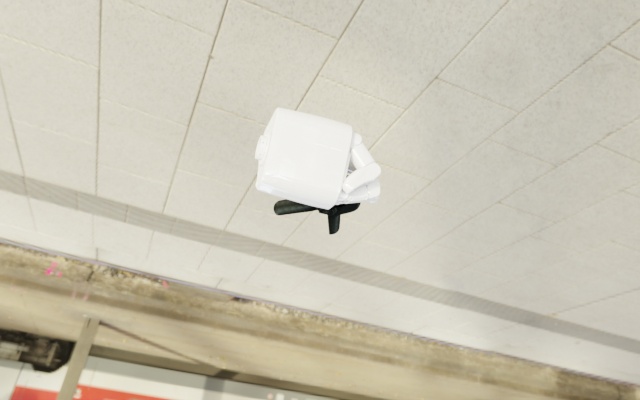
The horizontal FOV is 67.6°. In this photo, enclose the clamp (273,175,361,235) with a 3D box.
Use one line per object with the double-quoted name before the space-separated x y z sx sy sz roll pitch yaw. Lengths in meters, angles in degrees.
"clamp" 0.000 0.003 0.744 0.120 0.039 0.171 12 -30 -17
